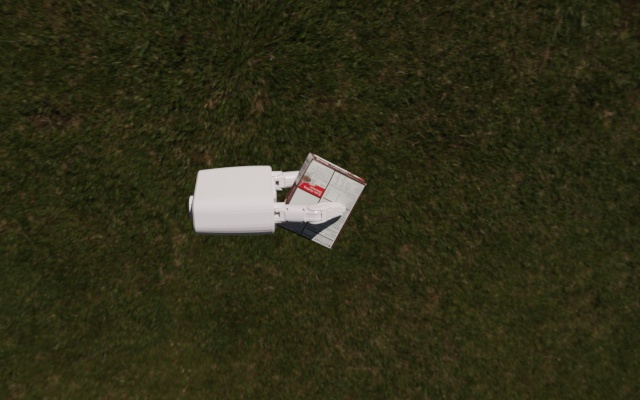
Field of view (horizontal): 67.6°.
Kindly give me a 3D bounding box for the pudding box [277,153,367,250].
[{"bbox_3d":[0.000,0.002,0.683,0.090,0.113,0.039,26,12,-13],"label":"pudding box"}]
